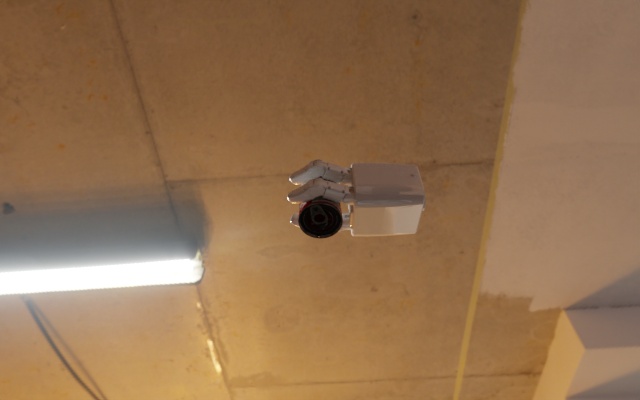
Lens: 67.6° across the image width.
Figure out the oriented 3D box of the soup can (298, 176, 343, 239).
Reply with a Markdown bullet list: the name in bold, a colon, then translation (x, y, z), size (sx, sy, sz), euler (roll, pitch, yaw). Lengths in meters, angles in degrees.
- **soup can**: translation (0.000, 0.002, 0.766), size (0.068, 0.069, 0.102), euler (0, 36, 0)
